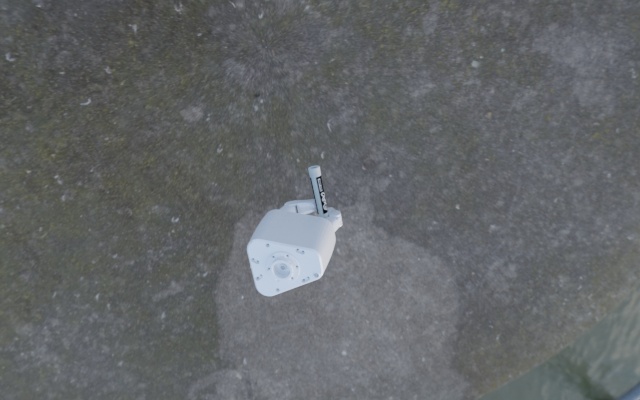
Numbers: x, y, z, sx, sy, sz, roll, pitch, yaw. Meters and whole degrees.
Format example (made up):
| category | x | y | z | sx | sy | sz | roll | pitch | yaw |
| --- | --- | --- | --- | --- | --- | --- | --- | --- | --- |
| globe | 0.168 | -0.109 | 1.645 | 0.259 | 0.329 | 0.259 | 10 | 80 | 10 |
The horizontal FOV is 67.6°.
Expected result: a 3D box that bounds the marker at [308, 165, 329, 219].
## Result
| category | x | y | z | sx | sy | sz | roll | pitch | yaw |
| --- | --- | --- | --- | --- | --- | --- | --- | --- | --- |
| marker | 0.000 | 0.003 | 0.786 | 0.020 | 0.121 | 0.020 | -10 | 19 | 3 |
